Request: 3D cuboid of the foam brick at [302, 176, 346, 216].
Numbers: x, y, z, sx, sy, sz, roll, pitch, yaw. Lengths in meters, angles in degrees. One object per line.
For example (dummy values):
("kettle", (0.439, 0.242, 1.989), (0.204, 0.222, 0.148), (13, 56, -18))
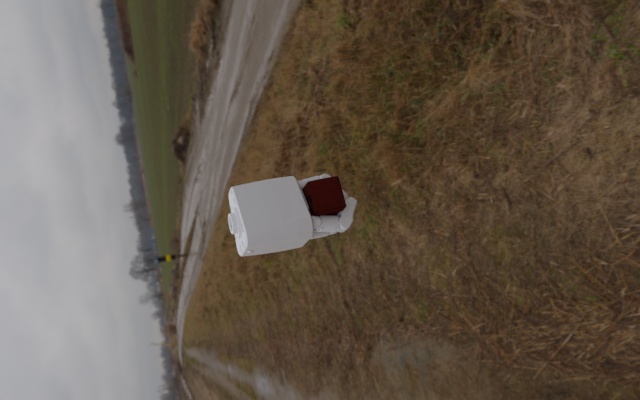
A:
("foam brick", (0.000, 0.002, 0.764), (0.051, 0.053, 0.078), (-10, -17, -21))
